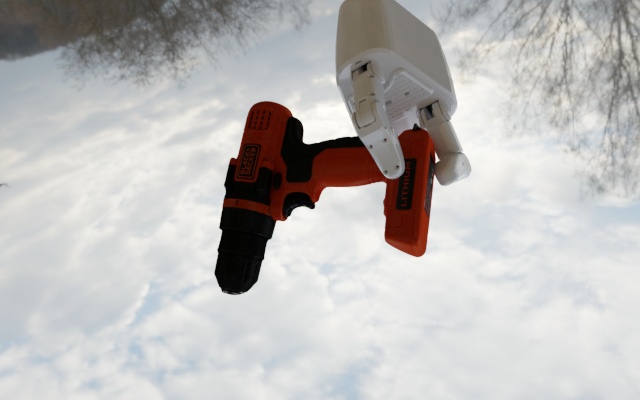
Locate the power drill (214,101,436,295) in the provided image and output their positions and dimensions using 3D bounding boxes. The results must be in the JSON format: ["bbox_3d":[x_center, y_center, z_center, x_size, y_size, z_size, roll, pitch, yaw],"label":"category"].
[{"bbox_3d":[0.001,0.001,0.420,0.187,0.184,0.057,6,-12,19],"label":"power drill"}]
